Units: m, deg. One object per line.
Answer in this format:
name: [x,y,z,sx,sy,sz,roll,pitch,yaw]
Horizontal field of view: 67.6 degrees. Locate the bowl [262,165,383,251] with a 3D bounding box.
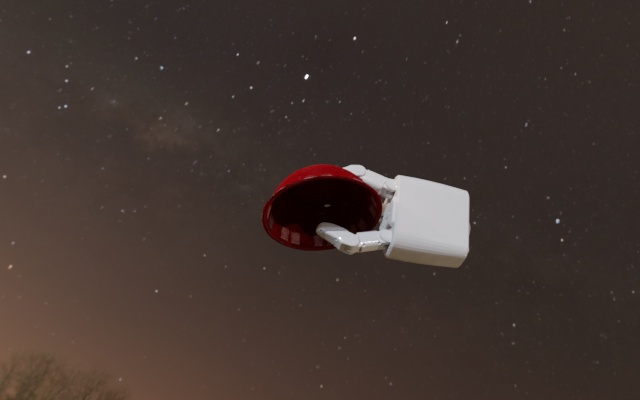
bowl: [-0.001,0.002,0.649,0.162,0.055,0.162,-5,-39,-4]
